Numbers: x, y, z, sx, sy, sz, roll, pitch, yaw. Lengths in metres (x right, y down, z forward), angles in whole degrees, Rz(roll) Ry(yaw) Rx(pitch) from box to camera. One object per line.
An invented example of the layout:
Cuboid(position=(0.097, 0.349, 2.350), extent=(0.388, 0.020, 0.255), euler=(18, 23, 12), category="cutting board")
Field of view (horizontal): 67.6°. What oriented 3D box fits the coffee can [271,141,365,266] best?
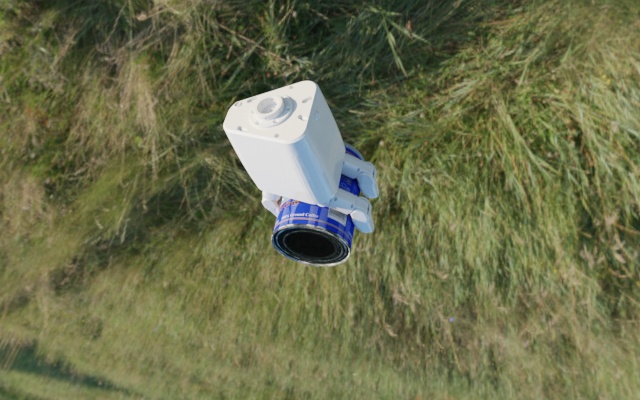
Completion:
Cuboid(position=(0.000, 0.002, 0.635), extent=(0.103, 0.140, 0.103), euler=(9, -33, 6), category="coffee can")
